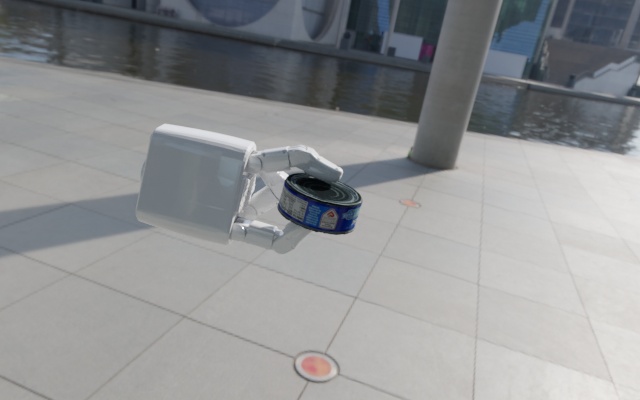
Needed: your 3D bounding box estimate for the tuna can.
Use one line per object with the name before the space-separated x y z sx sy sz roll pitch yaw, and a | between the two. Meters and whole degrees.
tuna can | 0.000 0.001 0.502 0.086 0.034 0.086 15 19 -5
